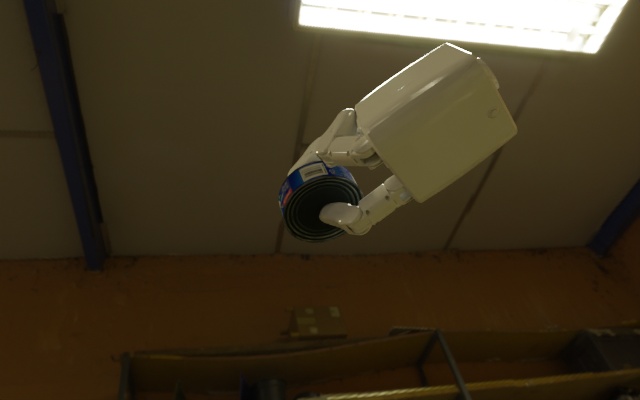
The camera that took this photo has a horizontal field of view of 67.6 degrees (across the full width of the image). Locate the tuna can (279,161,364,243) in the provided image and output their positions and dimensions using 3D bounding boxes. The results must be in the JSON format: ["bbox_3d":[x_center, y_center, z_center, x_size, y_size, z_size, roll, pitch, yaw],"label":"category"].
[{"bbox_3d":[0.000,0.001,0.499,0.086,0.086,0.033,0,37,-19],"label":"tuna can"}]
